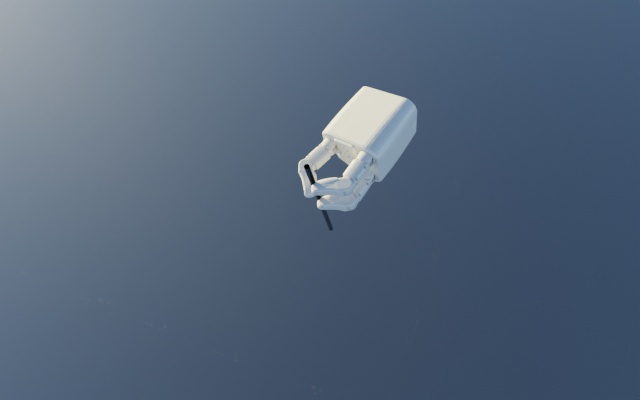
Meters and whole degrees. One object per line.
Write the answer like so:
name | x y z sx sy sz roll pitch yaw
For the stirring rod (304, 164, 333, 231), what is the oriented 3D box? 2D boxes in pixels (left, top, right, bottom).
stirring rod | 0.000 0.002 0.747 0.011 0.011 0.240 0 -24 10
